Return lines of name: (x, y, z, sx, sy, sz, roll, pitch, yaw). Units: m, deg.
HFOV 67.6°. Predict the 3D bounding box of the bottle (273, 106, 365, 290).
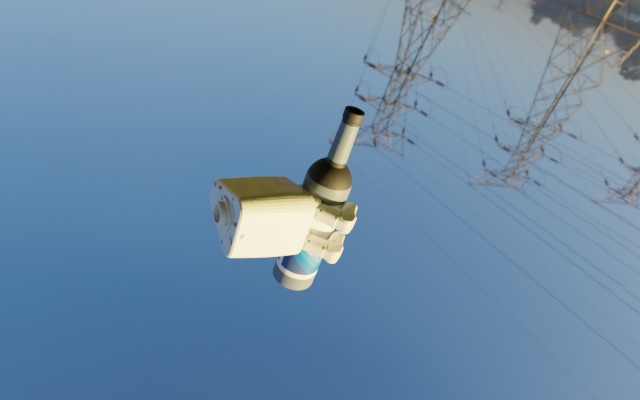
bottle: (0.000, 0.002, 0.689, 0.069, 0.296, 0.069, 15, 32, -9)
